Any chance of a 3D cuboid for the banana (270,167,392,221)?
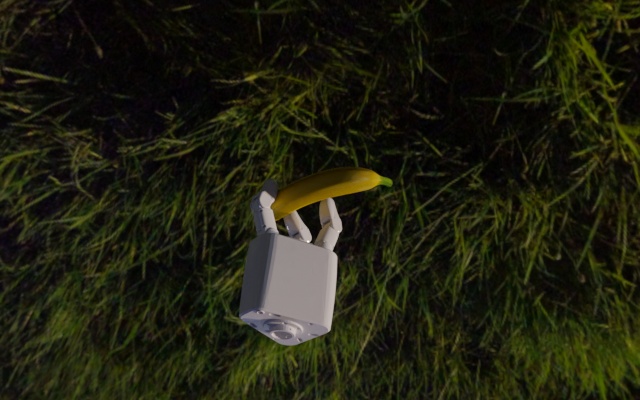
[{"bbox_3d":[-0.004,-0.009,0.657,0.198,0.037,0.070,-14,-40,19],"label":"banana"}]
